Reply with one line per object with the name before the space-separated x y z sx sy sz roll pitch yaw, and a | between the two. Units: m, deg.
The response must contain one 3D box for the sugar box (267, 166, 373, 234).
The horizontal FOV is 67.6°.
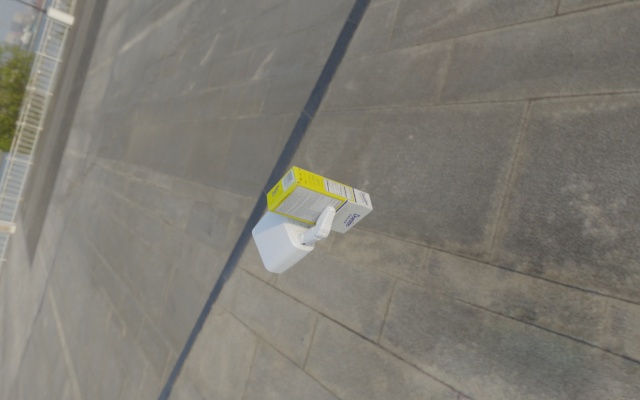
sugar box | 0.000 0.003 0.884 0.176 0.048 0.093 17 -44 -35
